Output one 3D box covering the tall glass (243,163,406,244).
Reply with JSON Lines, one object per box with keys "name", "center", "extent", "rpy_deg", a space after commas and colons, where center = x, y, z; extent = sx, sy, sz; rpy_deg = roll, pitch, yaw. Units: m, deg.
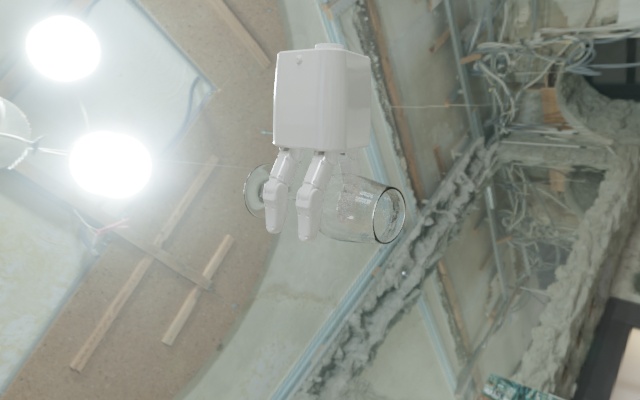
{"name": "tall glass", "center": [0.000, 0.002, 0.569], "extent": [0.201, 0.079, 0.079], "rpy_deg": [12, 8, 41]}
